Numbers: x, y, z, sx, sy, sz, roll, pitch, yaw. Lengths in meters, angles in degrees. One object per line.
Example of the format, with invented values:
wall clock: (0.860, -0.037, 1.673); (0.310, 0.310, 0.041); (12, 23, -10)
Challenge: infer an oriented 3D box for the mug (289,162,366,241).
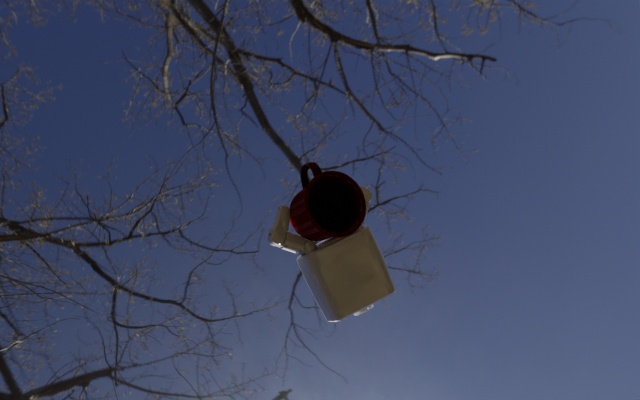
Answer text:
mug: (-0.001, 0.001, 0.681); (0.093, 0.117, 0.081); (-24, -3, -27)
